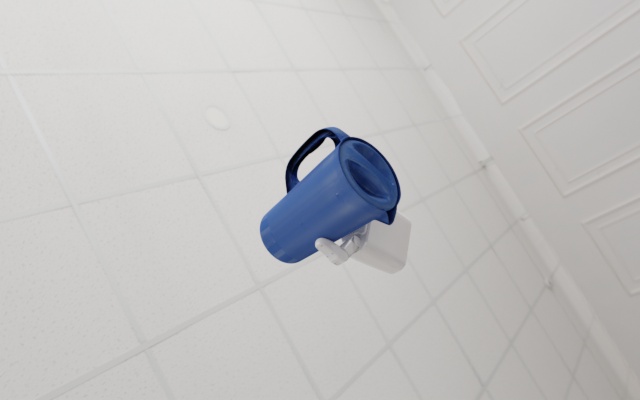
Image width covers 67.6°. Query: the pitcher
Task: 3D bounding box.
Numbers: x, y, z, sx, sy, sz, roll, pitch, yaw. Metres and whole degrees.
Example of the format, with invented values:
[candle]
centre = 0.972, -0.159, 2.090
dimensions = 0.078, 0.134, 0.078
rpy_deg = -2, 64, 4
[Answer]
[pitcher]
centre = 0.000, 0.003, 0.802
dimensions = 0.145, 0.149, 0.243
rpy_deg = 28, -46, -29
